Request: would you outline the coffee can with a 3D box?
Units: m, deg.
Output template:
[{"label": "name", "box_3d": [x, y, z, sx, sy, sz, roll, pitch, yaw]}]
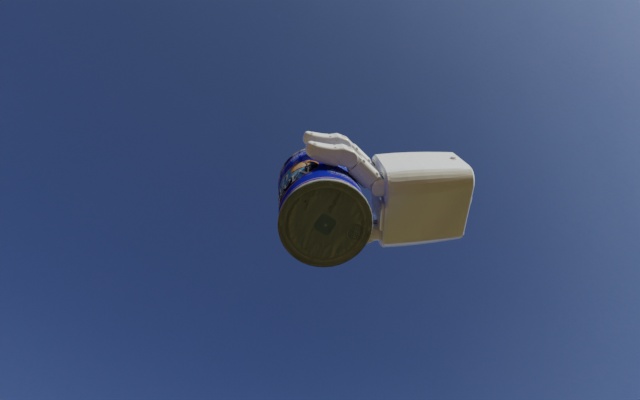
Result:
[{"label": "coffee can", "box_3d": [0.000, 0.002, 0.574, 0.103, 0.103, 0.140, 0, 21, -5]}]
